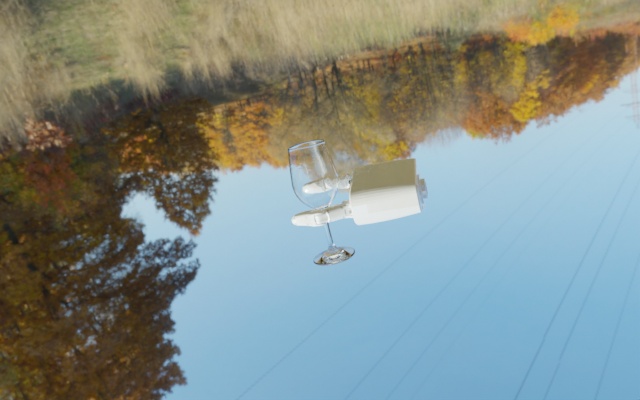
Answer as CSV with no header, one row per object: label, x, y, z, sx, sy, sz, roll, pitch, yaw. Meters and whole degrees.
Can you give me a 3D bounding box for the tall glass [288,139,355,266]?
tall glass,0.000,0.003,0.799,0.079,0.201,0.079,-14,14,4
